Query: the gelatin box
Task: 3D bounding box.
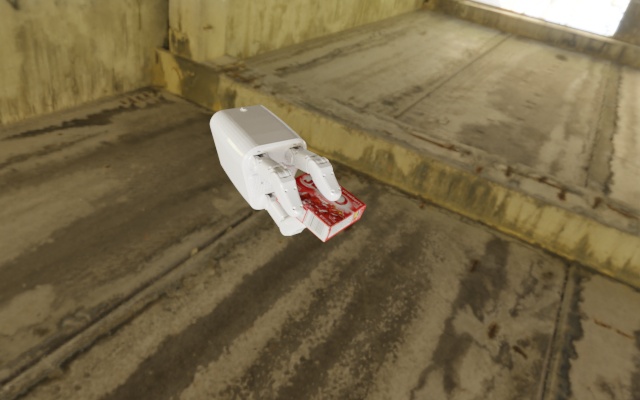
[{"bbox_3d":[0.000,0.003,0.604,0.089,0.030,0.073,40,43,22],"label":"gelatin box"}]
